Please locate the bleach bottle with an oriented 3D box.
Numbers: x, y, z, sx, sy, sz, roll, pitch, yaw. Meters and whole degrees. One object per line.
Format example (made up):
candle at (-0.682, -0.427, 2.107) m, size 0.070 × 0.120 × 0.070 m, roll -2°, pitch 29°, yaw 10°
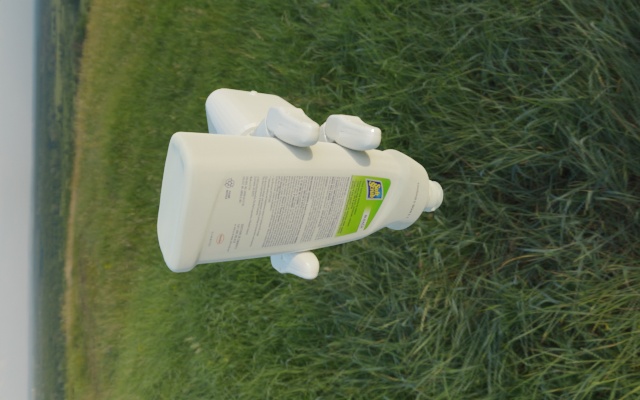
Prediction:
bleach bottle at (0.000, 0.001, 0.405) m, size 0.251 × 0.103 × 0.068 m, roll 1°, pitch 30°, yaw -31°
